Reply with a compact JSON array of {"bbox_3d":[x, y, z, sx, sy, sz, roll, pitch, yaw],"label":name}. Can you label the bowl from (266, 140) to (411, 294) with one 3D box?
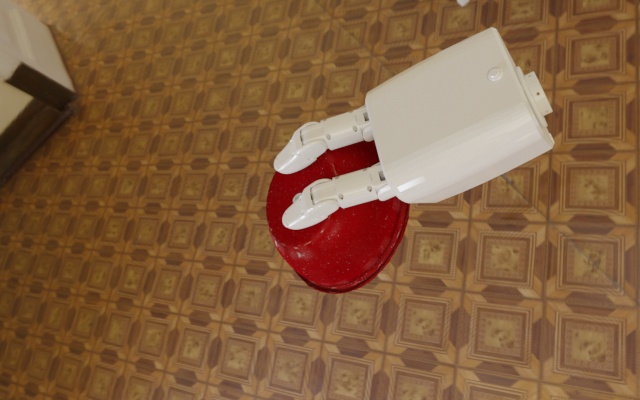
[{"bbox_3d":[-0.001,0.002,0.435,0.055,0.162,0.162,16,-11,-43],"label":"bowl"}]
